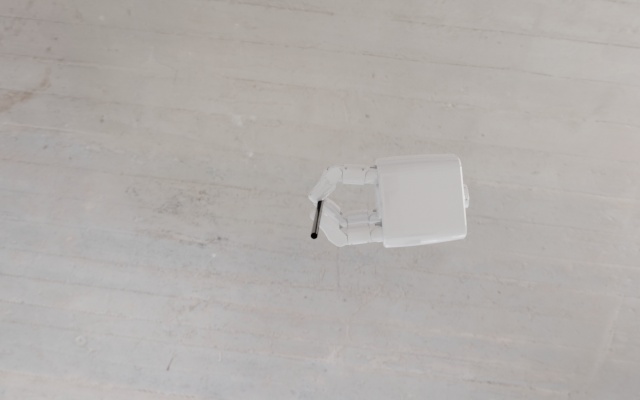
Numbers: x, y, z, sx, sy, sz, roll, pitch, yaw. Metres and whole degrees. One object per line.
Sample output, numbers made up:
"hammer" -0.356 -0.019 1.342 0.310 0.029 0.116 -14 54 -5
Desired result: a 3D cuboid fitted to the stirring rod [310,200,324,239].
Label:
"stirring rod" 0.000 0.002 0.640 0.011 0.011 0.239 0 18 4
